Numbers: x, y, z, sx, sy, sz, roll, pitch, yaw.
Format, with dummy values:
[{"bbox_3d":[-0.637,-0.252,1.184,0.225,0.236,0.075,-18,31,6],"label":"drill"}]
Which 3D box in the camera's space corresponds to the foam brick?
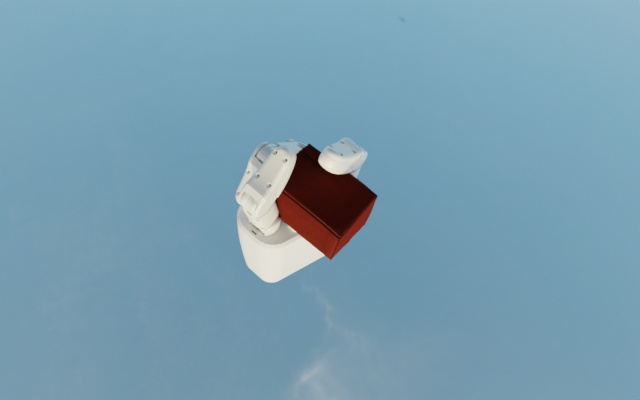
[{"bbox_3d":[0.000,0.002,0.407,0.078,0.053,0.051,39,-26,15],"label":"foam brick"}]
